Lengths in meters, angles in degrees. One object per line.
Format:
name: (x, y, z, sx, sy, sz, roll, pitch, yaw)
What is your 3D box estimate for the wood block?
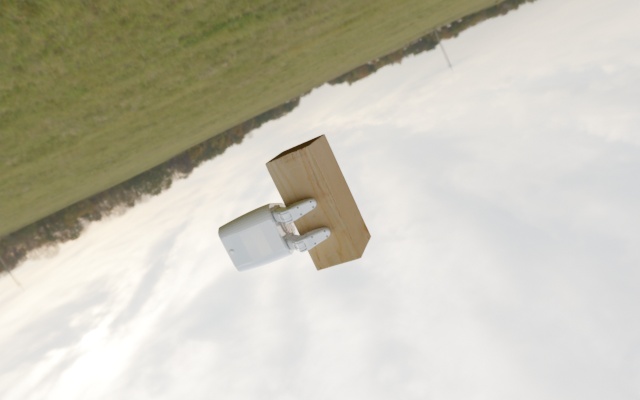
wood block: (0.000, 0.003, 0.827, 0.090, 0.206, 0.090, -20, 13, 23)
